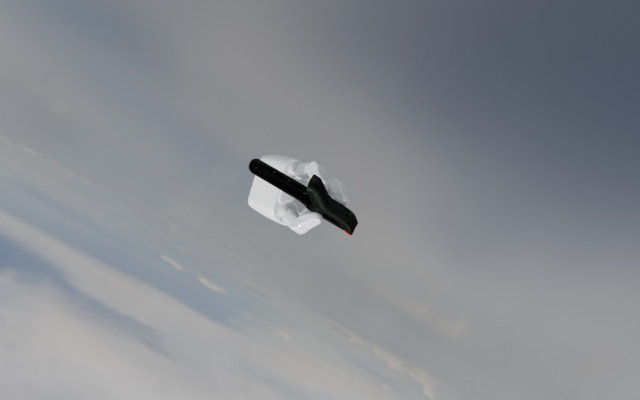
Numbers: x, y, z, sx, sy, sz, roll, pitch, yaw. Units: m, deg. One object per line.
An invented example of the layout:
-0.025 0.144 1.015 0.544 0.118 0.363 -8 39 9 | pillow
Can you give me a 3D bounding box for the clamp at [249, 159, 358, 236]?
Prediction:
0.000 0.003 0.757 0.210 0.036 0.164 36 -11 -34 | clamp
